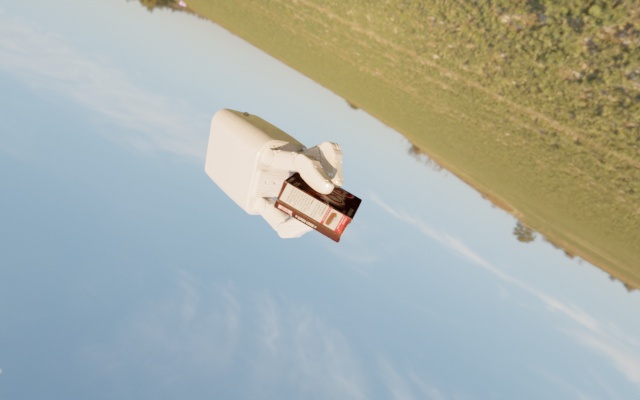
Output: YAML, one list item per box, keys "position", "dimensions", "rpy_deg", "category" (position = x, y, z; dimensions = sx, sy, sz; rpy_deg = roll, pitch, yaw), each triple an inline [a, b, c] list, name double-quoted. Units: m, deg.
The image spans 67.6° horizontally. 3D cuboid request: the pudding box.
- position: [0.000, 0.002, 0.587]
  dimensions: [0.090, 0.039, 0.113]
  rpy_deg: [29, 17, 3]
  category: "pudding box"
